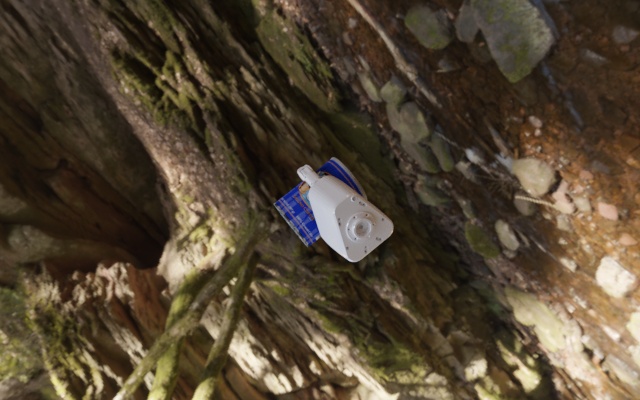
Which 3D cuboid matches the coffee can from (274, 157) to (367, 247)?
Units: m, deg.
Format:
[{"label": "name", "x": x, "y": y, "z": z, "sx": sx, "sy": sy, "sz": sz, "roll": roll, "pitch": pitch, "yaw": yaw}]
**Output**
[{"label": "coffee can", "x": 0.000, "y": 0.003, "z": 0.879, "sx": 0.140, "sy": 0.103, "sz": 0.103, "roll": -38, "pitch": 5, "yaw": -6}]
